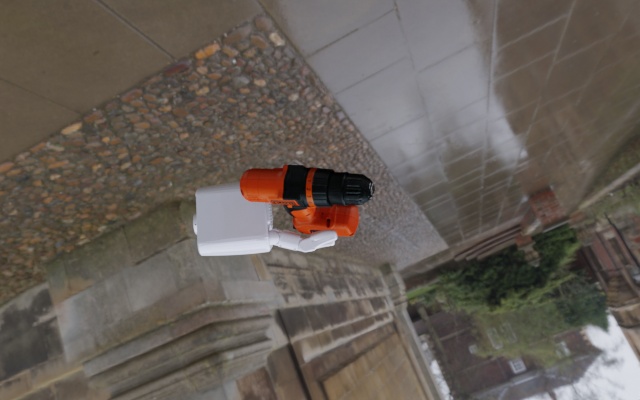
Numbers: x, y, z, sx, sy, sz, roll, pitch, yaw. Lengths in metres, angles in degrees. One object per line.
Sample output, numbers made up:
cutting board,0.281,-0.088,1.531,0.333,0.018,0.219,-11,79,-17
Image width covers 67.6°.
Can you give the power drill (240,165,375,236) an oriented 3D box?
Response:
power drill,0.000,0.002,0.691,0.184,0.057,0.188,5,-18,19
